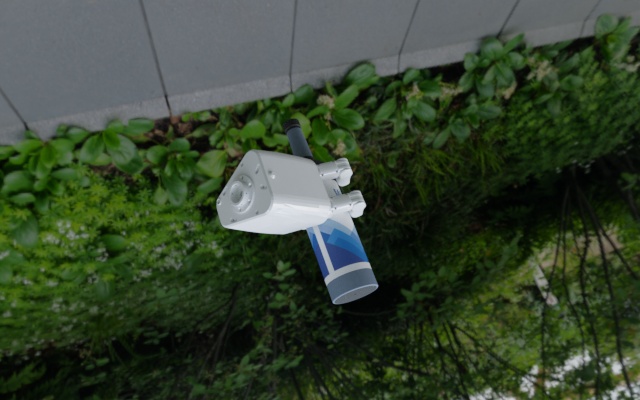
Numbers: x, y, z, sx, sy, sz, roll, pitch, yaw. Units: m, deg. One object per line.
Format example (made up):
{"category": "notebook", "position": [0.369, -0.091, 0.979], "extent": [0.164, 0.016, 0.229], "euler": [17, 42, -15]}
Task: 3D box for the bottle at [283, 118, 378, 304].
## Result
{"category": "bottle", "position": [0.000, 0.003, 0.709], "extent": [0.069, 0.295, 0.069], "euler": [-17, -24, -8]}
